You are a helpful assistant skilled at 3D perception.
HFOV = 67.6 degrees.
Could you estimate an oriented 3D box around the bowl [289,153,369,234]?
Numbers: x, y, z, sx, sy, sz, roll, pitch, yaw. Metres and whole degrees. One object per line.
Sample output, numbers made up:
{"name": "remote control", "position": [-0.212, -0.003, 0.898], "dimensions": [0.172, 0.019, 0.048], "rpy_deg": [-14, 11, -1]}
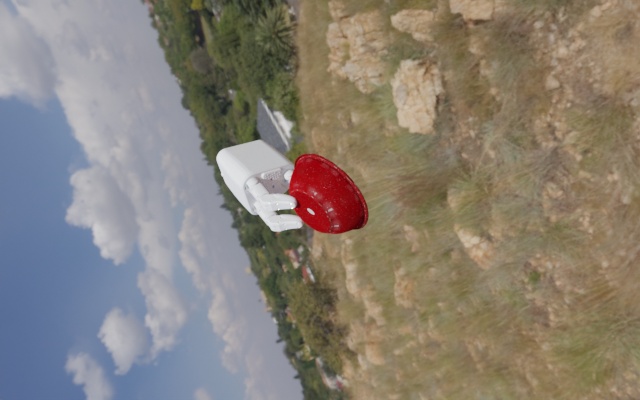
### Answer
{"name": "bowl", "position": [0.001, 0.003, 0.792], "dimensions": [0.055, 0.162, 0.162], "rpy_deg": [-44, 24, -27]}
